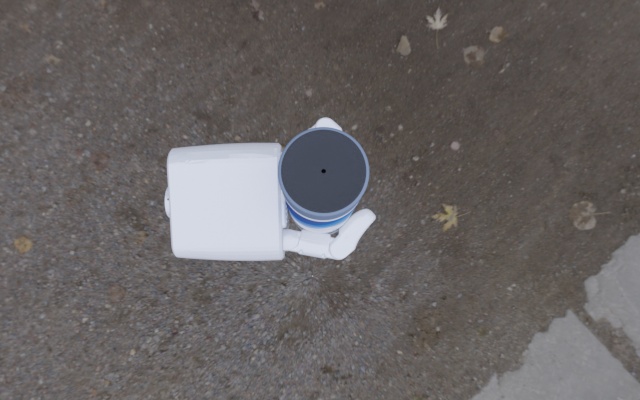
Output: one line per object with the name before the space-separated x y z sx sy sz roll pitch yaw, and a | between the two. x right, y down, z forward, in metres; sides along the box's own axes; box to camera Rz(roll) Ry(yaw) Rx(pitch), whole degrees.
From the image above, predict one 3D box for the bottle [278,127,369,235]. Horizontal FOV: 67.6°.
bottle | 0.000 0.002 0.489 0.069 0.069 0.296 0 -9 -1
